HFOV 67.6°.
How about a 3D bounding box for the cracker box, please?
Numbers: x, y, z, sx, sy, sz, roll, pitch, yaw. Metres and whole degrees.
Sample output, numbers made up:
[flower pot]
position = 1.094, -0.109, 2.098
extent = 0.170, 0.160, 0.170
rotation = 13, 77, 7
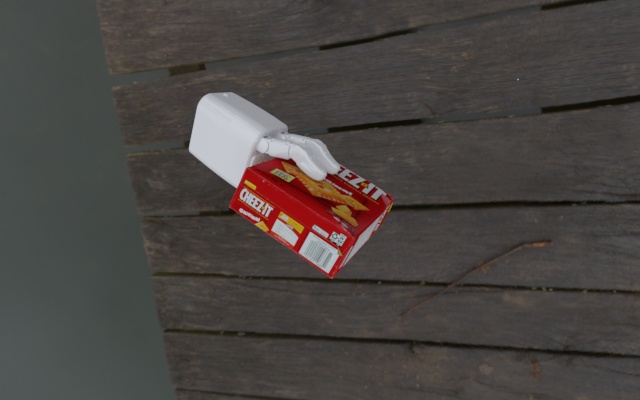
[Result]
[cracker box]
position = 0.000, 0.002, 0.674
extent = 0.164, 0.072, 0.213
rotation = 33, 23, 11
